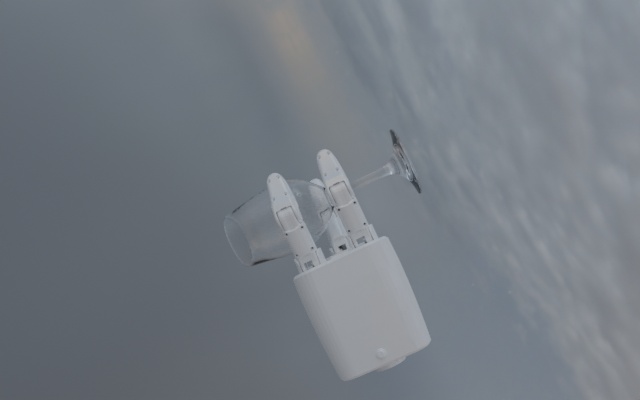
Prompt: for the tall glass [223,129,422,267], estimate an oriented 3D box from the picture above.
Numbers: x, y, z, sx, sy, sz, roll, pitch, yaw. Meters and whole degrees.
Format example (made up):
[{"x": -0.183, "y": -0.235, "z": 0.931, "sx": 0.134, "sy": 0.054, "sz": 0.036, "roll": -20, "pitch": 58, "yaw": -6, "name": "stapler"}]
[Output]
[{"x": 0.001, "y": 0.001, "z": 0.507, "sx": 0.201, "sy": 0.079, "sz": 0.079, "roll": -25, "pitch": -2, "yaw": 5, "name": "tall glass"}]
